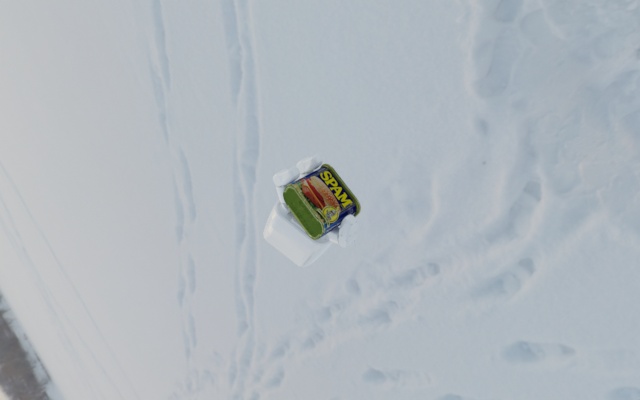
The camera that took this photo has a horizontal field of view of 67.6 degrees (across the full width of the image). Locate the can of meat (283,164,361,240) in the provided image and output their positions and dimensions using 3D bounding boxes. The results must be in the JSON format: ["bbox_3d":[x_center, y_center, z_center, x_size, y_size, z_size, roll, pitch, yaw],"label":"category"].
[{"bbox_3d":[0.000,0.003,0.769,0.084,0.102,0.057,-30,-13,-34],"label":"can of meat"}]
